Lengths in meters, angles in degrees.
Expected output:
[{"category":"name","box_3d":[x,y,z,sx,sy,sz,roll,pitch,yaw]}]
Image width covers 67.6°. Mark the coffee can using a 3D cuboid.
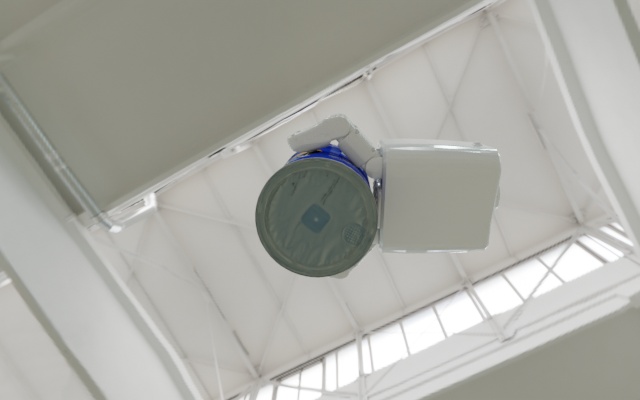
[{"category":"coffee can","box_3d":[0.000,0.002,0.463,0.103,0.103,0.140,0,12,3]}]
